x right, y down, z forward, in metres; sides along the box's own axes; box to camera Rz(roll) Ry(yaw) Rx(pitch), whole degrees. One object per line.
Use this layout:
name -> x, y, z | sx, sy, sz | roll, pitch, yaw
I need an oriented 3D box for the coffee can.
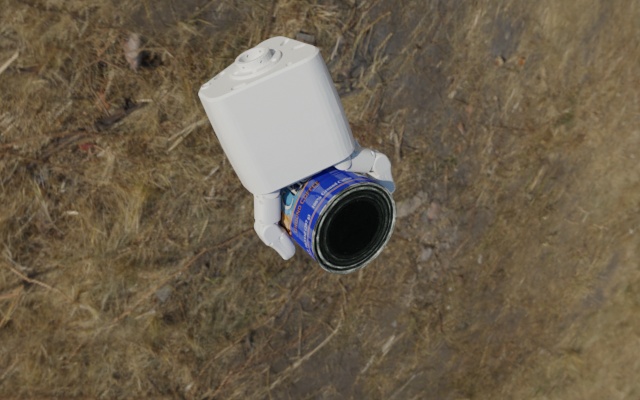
coffee can -> 0.000, 0.002, 0.529 | 0.103, 0.103, 0.140 | 0, 23, -35
